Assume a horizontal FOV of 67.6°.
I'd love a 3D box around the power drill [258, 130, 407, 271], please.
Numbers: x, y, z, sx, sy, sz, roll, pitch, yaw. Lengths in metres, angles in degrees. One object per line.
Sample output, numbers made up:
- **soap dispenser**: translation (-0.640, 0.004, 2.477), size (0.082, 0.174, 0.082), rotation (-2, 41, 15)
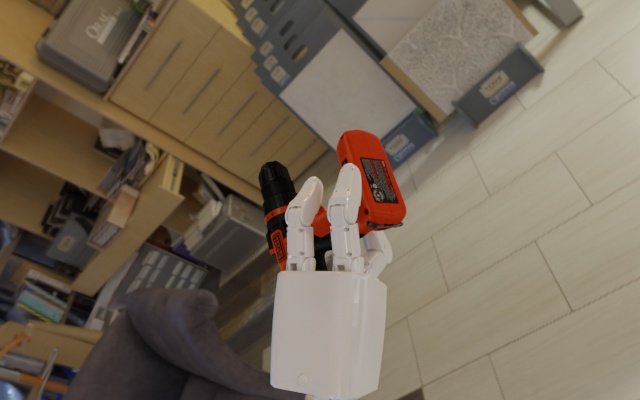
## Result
- **power drill**: translation (0.000, 0.002, 0.541), size (0.057, 0.184, 0.188), rotation (-2, -26, -39)
